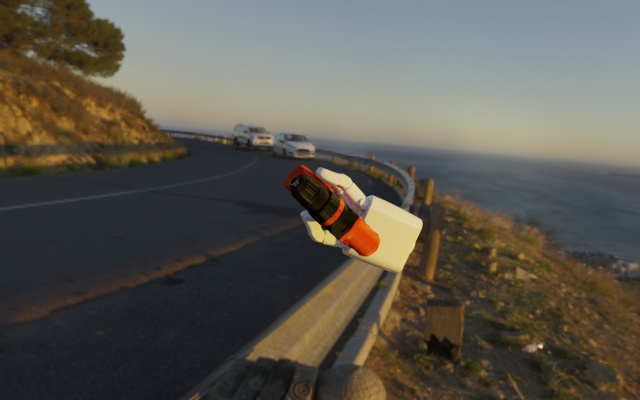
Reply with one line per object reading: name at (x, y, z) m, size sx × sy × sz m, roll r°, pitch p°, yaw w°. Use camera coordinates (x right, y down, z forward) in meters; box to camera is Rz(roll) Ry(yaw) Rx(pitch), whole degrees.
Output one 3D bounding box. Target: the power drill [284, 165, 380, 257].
power drill at (0.000, 0.003, 0.788) m, size 0.184 × 0.057 × 0.187 m, roll 43°, pitch 2°, yaw -28°
